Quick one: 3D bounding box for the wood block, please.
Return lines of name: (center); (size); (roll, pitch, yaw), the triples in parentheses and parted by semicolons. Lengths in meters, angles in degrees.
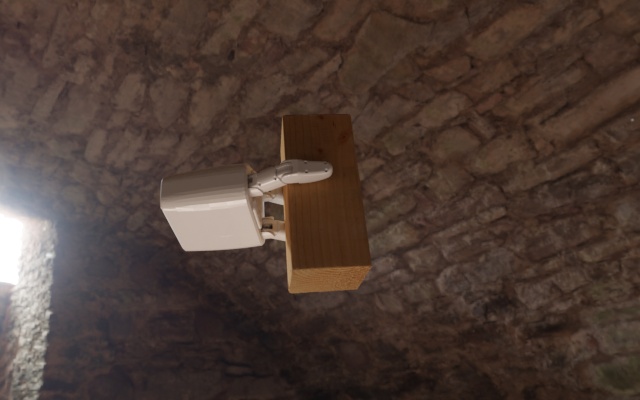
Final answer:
wood block: (0.000, 0.002, 0.600); (0.090, 0.206, 0.091); (-2, -26, -8)
